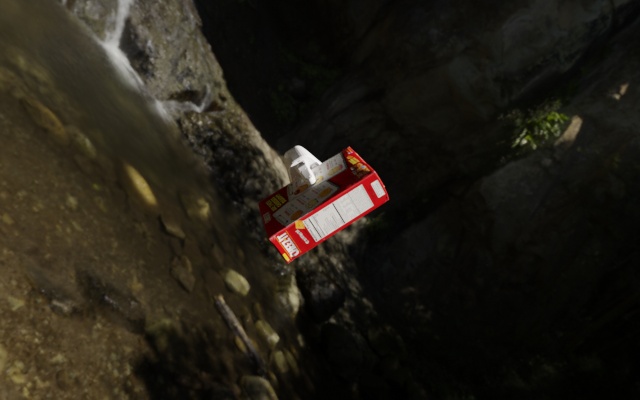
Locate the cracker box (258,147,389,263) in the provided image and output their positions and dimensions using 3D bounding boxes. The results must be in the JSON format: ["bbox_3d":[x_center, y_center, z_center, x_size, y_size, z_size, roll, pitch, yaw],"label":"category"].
[{"bbox_3d":[0.000,0.003,0.879,0.213,0.072,0.164,-33,25,1],"label":"cracker box"}]
